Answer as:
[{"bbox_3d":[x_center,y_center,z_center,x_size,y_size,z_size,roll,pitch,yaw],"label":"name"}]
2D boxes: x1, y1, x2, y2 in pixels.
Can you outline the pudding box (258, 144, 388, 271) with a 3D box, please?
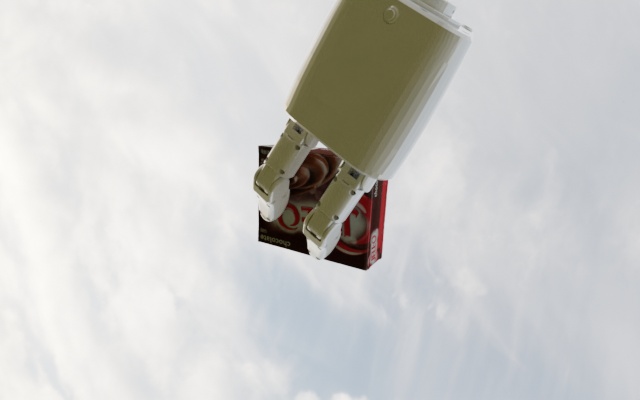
[{"bbox_3d":[0.000,0.001,0.408,0.113,0.090,0.039,12,18,31],"label":"pudding box"}]
